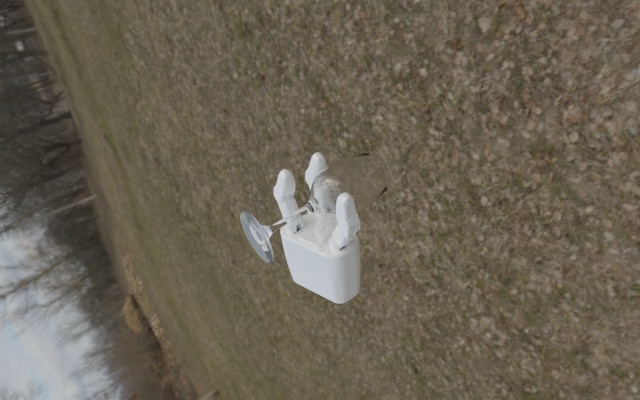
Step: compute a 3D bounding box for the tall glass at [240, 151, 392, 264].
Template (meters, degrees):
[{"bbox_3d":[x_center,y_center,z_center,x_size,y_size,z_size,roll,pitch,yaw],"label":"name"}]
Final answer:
[{"bbox_3d":[0.000,0.002,0.628,0.201,0.079,0.079,-29,13,-24],"label":"tall glass"}]
